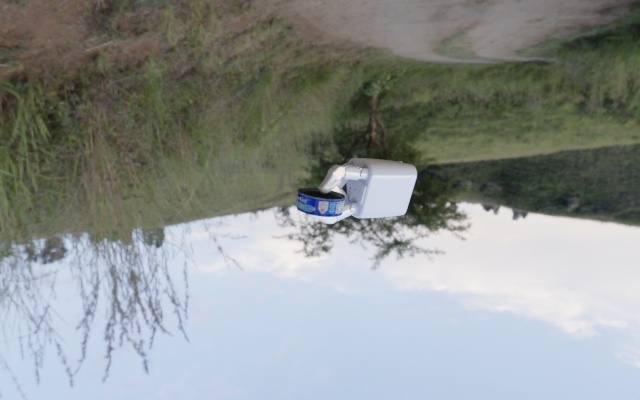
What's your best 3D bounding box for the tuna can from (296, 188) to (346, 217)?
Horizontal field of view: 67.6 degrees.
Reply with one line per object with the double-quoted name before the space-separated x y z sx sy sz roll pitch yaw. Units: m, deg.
"tuna can" 0.000 0.003 0.854 0.086 0.034 0.086 8 12 -2
